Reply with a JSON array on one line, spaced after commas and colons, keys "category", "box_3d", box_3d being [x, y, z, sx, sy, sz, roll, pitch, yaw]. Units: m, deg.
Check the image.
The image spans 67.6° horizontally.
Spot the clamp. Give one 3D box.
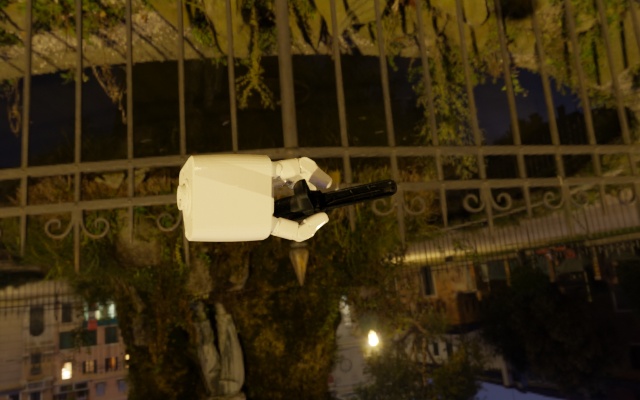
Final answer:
[{"category": "clamp", "box_3d": [0.000, 0.003, 0.710, 0.164, 0.036, 0.210, -2, -12, -28]}]
